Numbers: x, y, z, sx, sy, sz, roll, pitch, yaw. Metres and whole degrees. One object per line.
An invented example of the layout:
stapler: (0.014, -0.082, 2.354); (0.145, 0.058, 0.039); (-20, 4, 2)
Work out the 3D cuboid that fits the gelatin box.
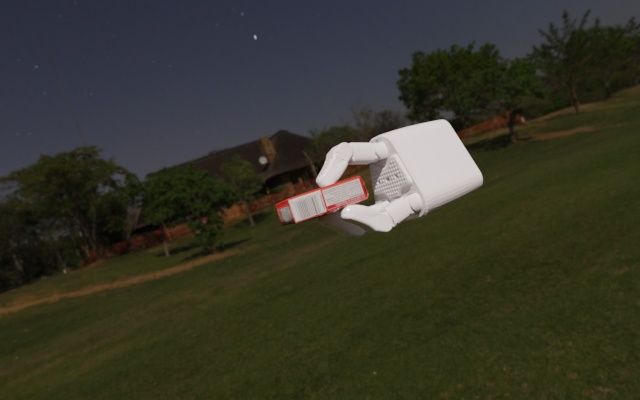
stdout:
gelatin box: (0.000, 0.001, 0.540); (0.089, 0.030, 0.073); (-18, 0, -16)
